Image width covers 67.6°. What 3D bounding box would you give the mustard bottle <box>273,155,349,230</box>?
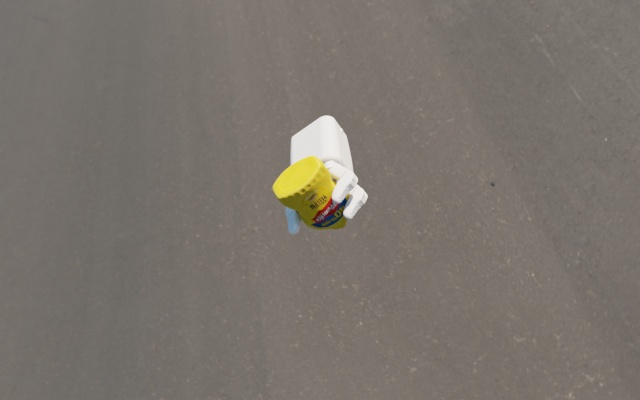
[{"bbox_3d":[0.000,0.003,0.862,0.096,0.058,0.192,-39,-39,4],"label":"mustard bottle"}]
